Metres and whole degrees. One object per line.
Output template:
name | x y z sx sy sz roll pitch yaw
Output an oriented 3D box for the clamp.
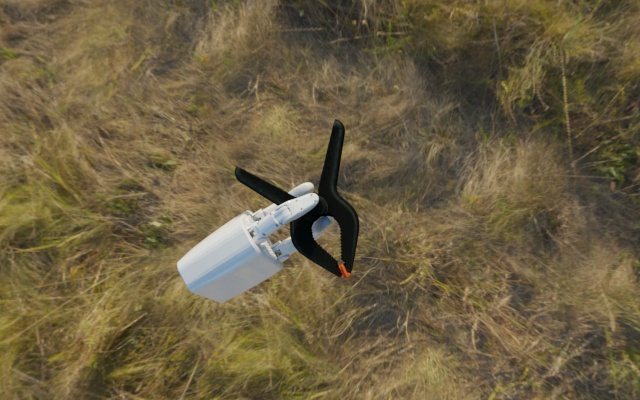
clamp | 0.000 0.003 0.645 0.164 0.210 0.036 -32 -10 3
